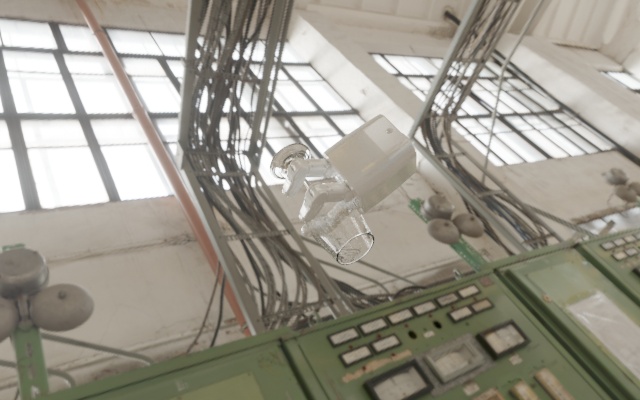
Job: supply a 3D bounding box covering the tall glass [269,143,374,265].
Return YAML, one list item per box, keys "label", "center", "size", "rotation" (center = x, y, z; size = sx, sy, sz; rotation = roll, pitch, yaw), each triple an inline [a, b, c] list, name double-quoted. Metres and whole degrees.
- label: "tall glass"
  center: [0.000, 0.002, 0.712]
  size: [0.079, 0.079, 0.201]
  rotation: [0, 41, -40]
